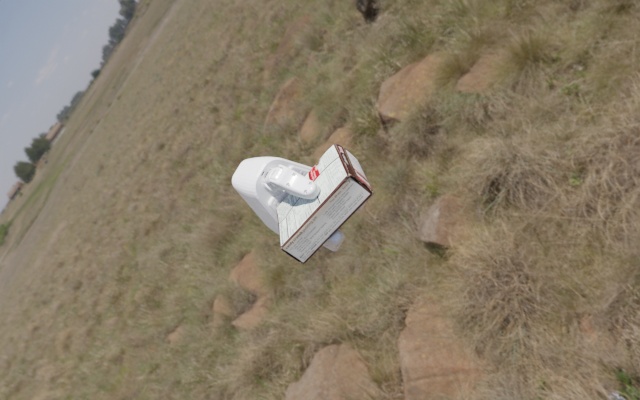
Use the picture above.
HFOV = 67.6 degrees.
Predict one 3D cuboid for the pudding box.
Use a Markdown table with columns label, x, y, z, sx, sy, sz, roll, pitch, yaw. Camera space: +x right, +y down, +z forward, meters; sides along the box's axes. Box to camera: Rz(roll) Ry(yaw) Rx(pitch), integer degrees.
| label | x | y | z | sx | sy | sz | roll | pitch | yaw |
| --- | --- | --- | --- | --- | --- | --- | --- | --- | --- |
| pudding box | 0.000 | 0.002 | 0.526 | 0.039 | 0.113 | 0.090 | 34 | 19 | -24 |
